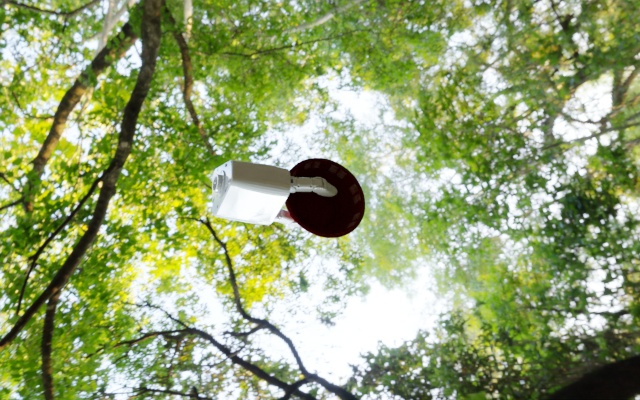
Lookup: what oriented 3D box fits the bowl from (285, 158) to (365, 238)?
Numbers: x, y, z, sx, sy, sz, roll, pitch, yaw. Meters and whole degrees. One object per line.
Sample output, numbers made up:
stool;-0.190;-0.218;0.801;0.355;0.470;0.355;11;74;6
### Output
bowl;0.001;0.004;0.893;0.162;0.162;0.055;0;-24;-22
